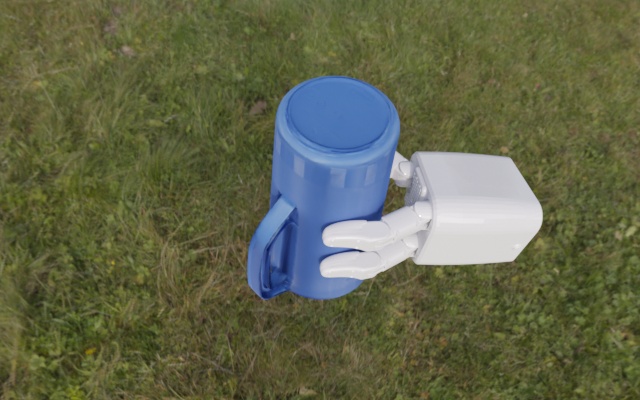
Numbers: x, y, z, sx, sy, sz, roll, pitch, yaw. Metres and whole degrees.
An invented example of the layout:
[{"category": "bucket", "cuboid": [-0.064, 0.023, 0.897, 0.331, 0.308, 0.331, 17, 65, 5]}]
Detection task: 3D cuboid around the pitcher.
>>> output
[{"category": "pitcher", "cuboid": [0.000, 0.002, 0.496, 0.145, 0.149, 0.243, 3, -36, -3]}]
